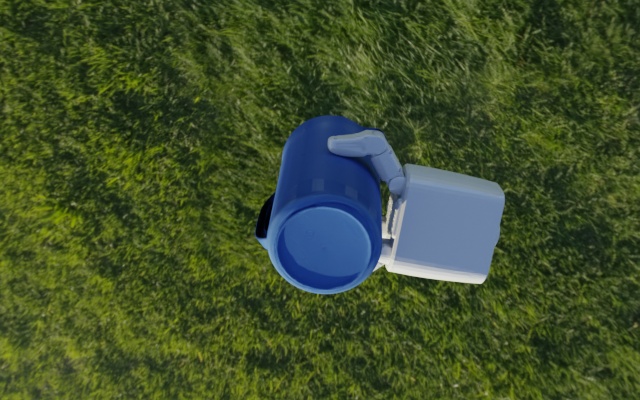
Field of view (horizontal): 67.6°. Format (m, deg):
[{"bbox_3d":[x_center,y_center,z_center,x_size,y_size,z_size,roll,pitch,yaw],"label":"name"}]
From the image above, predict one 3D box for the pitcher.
[{"bbox_3d":[0.000,0.002,0.546,0.145,0.149,0.242,12,24,-2],"label":"pitcher"}]
